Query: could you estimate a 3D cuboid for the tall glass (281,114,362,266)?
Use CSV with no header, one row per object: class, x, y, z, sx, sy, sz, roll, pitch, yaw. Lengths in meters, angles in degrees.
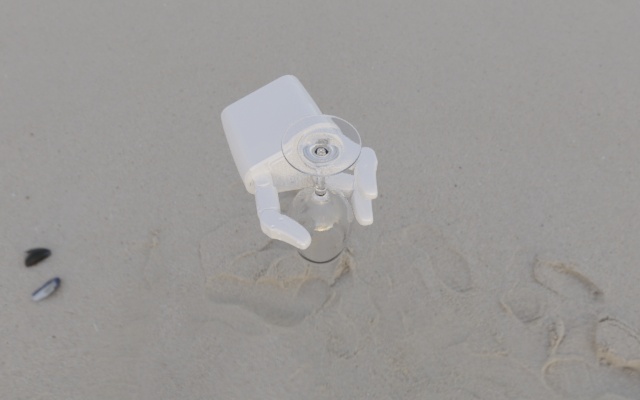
tall glass,0.000,0.001,0.523,0.079,0.079,0.201,0,-33,0
